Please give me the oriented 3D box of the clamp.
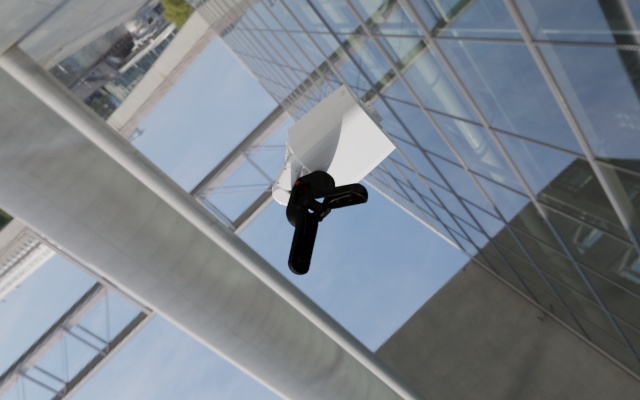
[{"bbox_3d":[0.000,0.002,0.569,0.039,0.120,0.171,42,15,-26],"label":"clamp"}]
